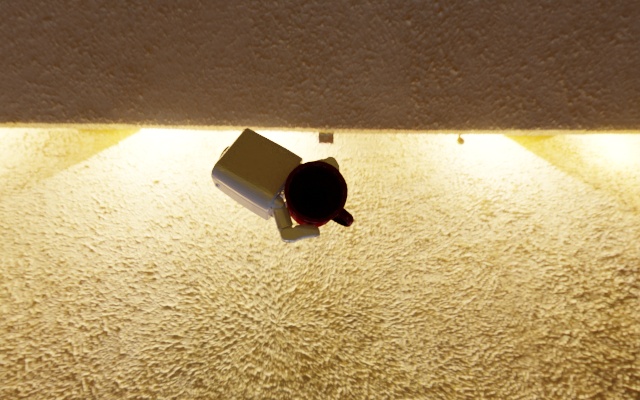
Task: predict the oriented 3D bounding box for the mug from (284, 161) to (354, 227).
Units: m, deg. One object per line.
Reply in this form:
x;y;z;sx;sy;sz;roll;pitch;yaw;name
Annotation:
0.001;0.003;0.728;0.117;0.093;0.081;33;-15;3;mug
